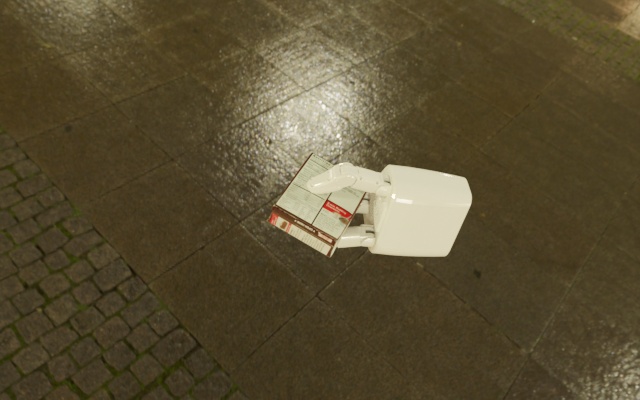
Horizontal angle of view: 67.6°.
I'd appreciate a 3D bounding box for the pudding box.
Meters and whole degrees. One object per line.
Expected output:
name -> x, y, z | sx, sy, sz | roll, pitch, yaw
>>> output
pudding box -> 0.000, 0.002, 0.597 | 0.090, 0.113, 0.039 | 29, -42, 5
